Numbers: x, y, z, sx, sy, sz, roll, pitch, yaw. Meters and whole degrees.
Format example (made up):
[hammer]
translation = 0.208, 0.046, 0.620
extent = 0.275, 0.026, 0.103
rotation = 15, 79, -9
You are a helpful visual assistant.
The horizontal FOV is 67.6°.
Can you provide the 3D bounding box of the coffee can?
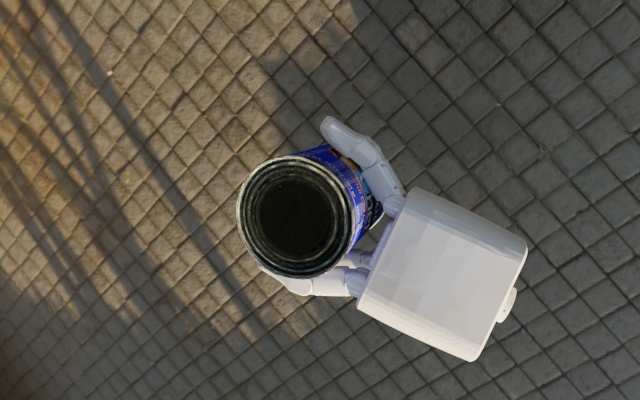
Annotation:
[coffee can]
translation = 0.000, 0.001, 0.443
extent = 0.103, 0.103, 0.140
rotation = 0, 11, 19
